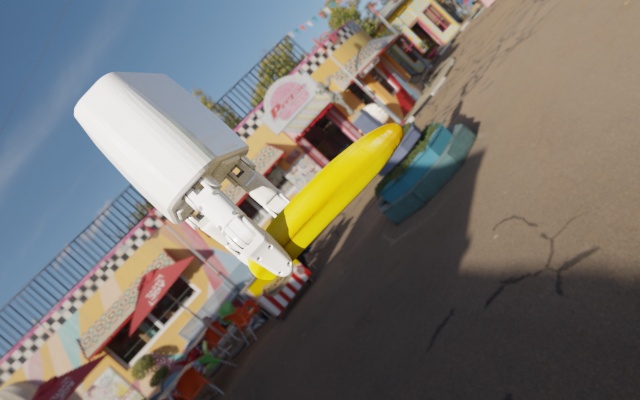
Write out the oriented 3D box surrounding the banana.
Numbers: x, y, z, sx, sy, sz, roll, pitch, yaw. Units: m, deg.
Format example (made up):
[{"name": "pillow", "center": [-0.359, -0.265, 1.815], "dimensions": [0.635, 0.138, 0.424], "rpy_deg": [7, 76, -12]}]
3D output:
[{"name": "banana", "center": [-0.008, 0.009, 0.404], "dimensions": [0.198, 0.037, 0.069], "rpy_deg": [-47, -1, 25]}]
